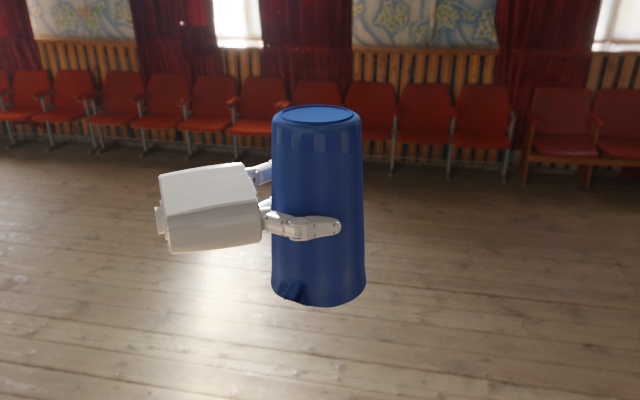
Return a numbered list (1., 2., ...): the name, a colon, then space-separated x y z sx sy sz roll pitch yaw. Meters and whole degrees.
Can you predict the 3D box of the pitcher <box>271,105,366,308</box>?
1. pitcher: 0.000 0.002 0.628 0.145 0.243 0.149 -8 25 -17
